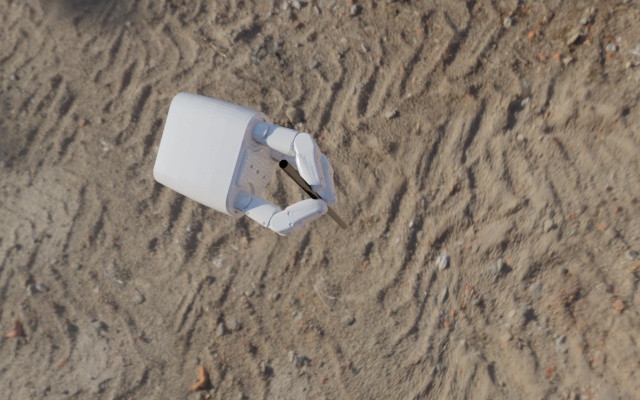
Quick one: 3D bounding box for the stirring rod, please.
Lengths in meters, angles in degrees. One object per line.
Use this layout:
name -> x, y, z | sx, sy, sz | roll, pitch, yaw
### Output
stirring rod -> 0.000, 0.002, 0.506 | 0.011, 0.011, 0.239 | 0, -15, 15
